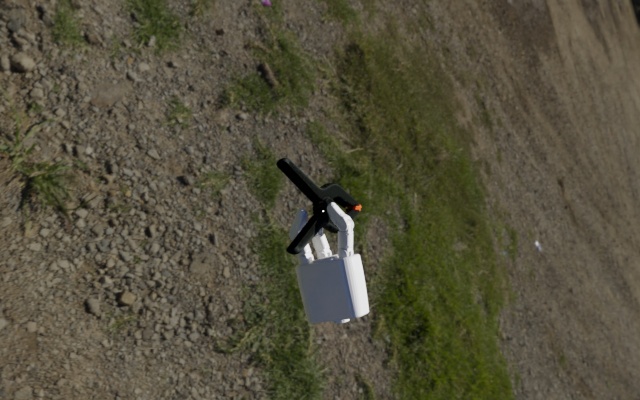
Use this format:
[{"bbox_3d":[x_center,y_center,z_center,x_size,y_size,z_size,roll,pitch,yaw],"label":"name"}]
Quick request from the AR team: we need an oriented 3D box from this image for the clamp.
[{"bbox_3d":[0.001,0.003,0.868,0.036,0.164,0.210,-14,-5,39],"label":"clamp"}]
